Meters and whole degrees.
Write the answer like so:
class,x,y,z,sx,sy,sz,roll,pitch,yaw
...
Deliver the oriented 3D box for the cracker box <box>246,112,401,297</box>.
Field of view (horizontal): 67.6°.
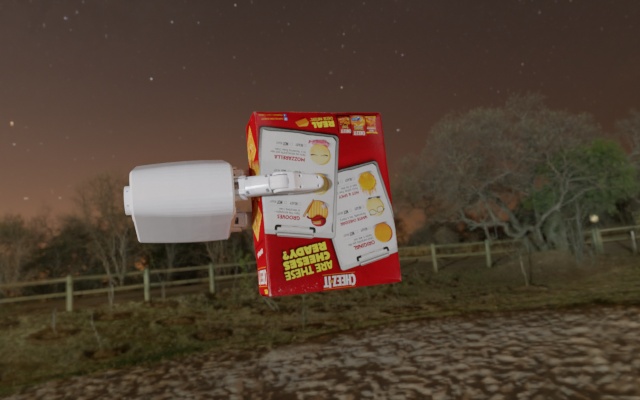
class,x,y,z,sx,sy,sz,roll,pitch,yaw
cracker box,0.000,0.002,0.588,0.164,0.213,0.072,-3,-9,-18
